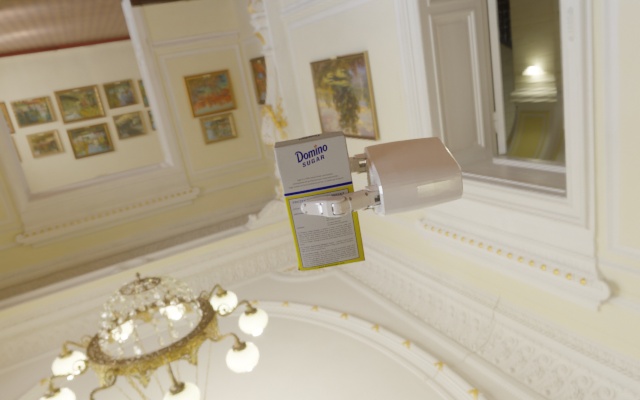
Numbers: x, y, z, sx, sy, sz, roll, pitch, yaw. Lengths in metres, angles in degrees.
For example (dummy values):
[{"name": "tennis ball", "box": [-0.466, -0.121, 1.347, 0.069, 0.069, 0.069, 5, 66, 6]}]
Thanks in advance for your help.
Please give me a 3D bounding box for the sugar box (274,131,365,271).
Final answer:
[{"name": "sugar box", "box": [0.000, 0.002, 0.636, 0.093, 0.176, 0.048, -10, 16, -1]}]
